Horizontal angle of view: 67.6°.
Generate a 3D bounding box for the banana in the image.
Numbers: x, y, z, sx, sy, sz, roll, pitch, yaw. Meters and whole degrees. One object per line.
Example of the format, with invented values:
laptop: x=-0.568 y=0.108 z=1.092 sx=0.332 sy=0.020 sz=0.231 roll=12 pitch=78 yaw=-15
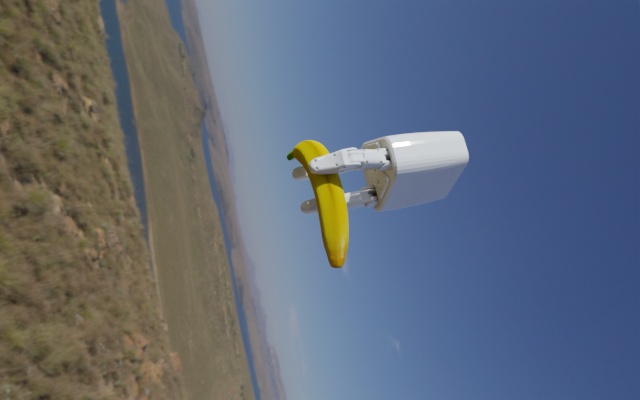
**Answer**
banana: x=0.003 y=-0.013 z=0.594 sx=0.037 sy=0.197 sz=0.070 roll=-6 pitch=-40 yaw=-20
